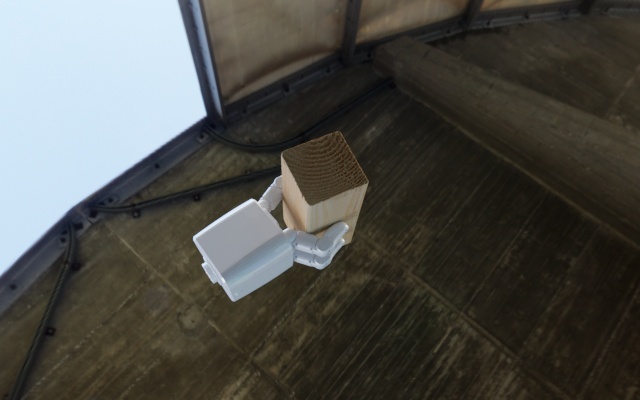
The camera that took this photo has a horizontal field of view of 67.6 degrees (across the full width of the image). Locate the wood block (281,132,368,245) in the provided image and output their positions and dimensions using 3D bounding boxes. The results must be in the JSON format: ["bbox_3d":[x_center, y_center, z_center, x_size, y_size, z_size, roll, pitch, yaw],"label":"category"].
[{"bbox_3d":[0.000,0.002,0.714,0.090,0.090,0.206,-22,-23,-14],"label":"wood block"}]
